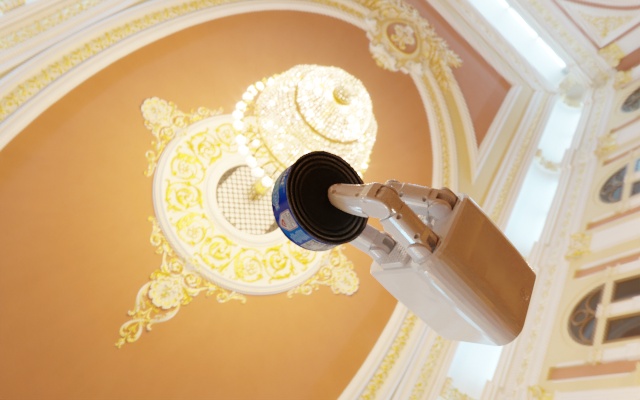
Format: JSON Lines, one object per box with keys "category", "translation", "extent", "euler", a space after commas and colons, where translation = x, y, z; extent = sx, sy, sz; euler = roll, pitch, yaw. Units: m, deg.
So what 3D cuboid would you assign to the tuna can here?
{"category": "tuna can", "translation": [0.000, 0.002, 0.425], "extent": [0.086, 0.086, 0.034], "euler": [0, -18, -34]}
